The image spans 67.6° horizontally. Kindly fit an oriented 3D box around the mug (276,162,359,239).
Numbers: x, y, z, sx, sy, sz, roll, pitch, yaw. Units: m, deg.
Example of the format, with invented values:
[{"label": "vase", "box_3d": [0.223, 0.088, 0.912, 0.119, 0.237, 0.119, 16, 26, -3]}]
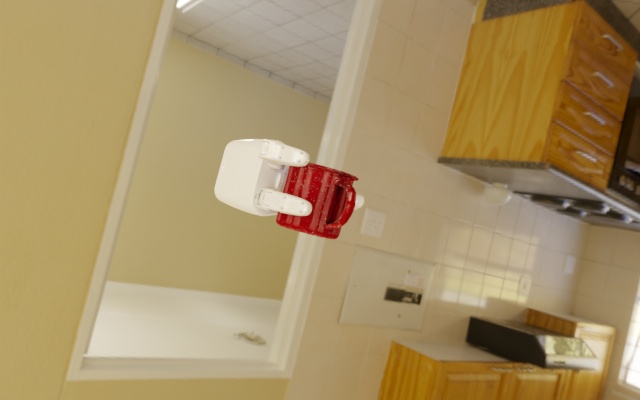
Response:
[{"label": "mug", "box_3d": [0.001, 0.002, 0.585, 0.093, 0.081, 0.117, 16, -2, -40]}]
